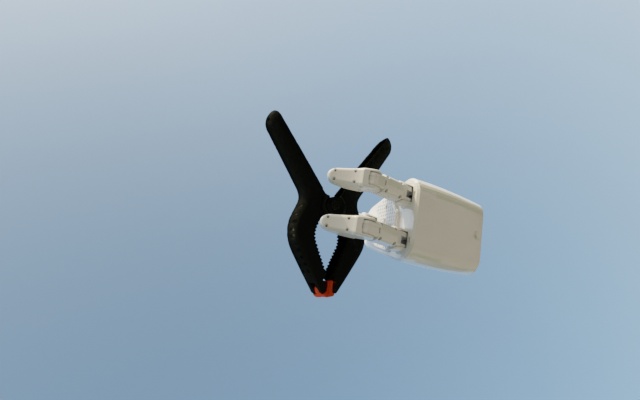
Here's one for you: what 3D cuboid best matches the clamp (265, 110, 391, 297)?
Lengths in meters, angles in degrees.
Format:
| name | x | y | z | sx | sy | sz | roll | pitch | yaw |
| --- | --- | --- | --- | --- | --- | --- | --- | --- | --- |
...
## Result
| name | x | y | z | sx | sy | sz | roll | pitch | yaw |
| --- | --- | --- | --- | --- | --- | --- | --- | --- | --- |
| clamp | 0.000 | 0.003 | 0.547 | 0.164 | 0.210 | 0.036 | 16 | -17 | -22 |
